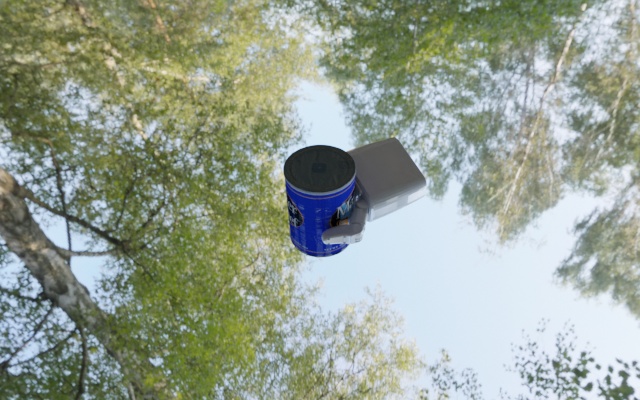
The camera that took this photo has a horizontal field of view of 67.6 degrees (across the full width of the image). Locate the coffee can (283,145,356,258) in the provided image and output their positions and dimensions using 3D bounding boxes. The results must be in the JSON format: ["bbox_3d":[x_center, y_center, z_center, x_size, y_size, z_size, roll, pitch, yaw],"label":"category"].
[{"bbox_3d":[0.000,0.002,0.718,0.103,0.140,0.102,-1,45,1],"label":"coffee can"}]
